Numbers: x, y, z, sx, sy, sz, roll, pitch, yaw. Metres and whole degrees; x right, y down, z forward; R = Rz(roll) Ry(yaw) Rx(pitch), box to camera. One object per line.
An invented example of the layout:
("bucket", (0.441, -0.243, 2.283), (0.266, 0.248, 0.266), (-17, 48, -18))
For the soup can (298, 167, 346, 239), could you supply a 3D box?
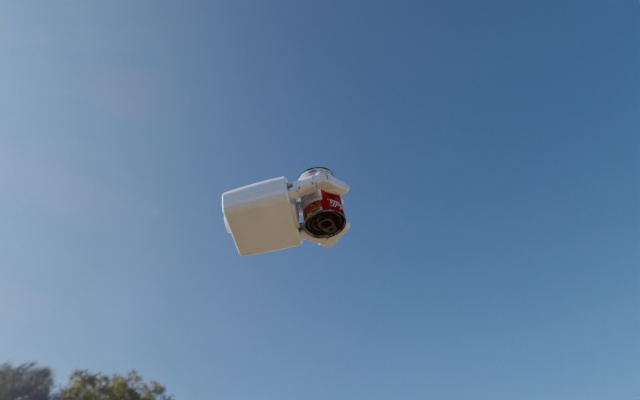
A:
("soup can", (0.001, 0.002, 0.787), (0.068, 0.102, 0.069), (-6, -43, -6))
